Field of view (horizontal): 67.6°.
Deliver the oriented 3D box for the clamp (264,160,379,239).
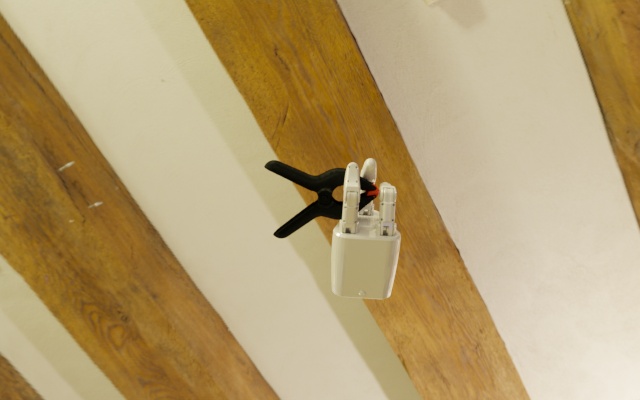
[{"bbox_3d":[0.000,0.002,0.719,0.171,0.120,0.039,3,22,0],"label":"clamp"}]
